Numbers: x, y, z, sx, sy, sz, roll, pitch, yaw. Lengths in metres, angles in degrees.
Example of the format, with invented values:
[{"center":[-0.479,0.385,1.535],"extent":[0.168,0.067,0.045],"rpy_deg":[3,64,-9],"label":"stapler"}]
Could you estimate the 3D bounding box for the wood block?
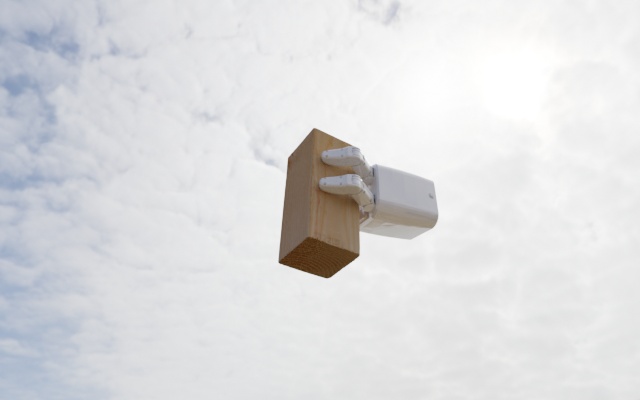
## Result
[{"center":[0.000,0.003,0.742],"extent":[0.090,0.206,0.091],"rpy_deg":[21,-41,-23],"label":"wood block"}]
